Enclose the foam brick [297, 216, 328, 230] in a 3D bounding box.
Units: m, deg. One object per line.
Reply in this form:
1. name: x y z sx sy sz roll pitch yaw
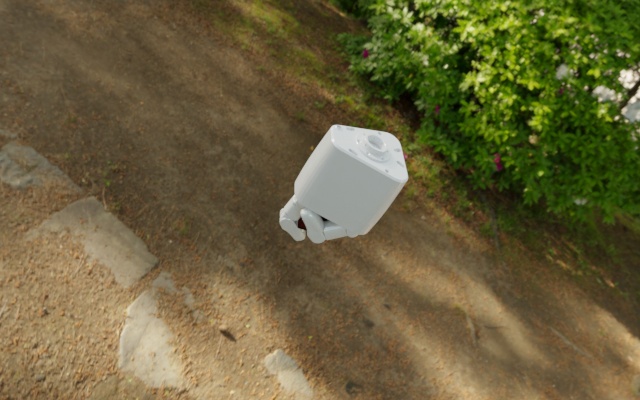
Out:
1. foam brick: 0.000 0.002 0.683 0.053 0.078 0.051 16 -47 -20
